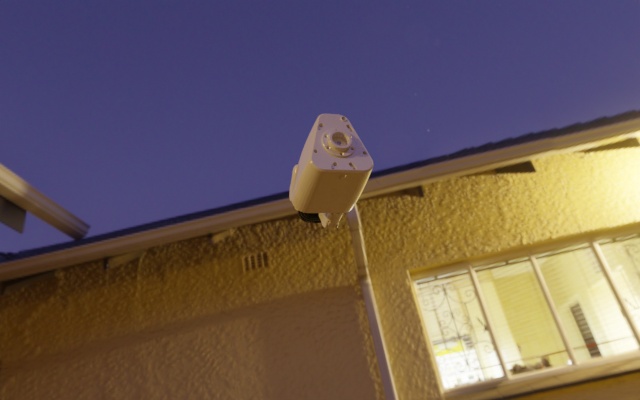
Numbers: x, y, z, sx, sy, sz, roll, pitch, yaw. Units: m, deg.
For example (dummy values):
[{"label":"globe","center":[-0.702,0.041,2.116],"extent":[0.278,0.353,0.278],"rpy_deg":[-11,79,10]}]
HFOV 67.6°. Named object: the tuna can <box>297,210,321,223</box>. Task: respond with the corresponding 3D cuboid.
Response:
[{"label":"tuna can","center":[0.000,0.002,0.829],"extent":[0.086,0.033,0.086],"rpy_deg":[-10,-32,-7]}]
